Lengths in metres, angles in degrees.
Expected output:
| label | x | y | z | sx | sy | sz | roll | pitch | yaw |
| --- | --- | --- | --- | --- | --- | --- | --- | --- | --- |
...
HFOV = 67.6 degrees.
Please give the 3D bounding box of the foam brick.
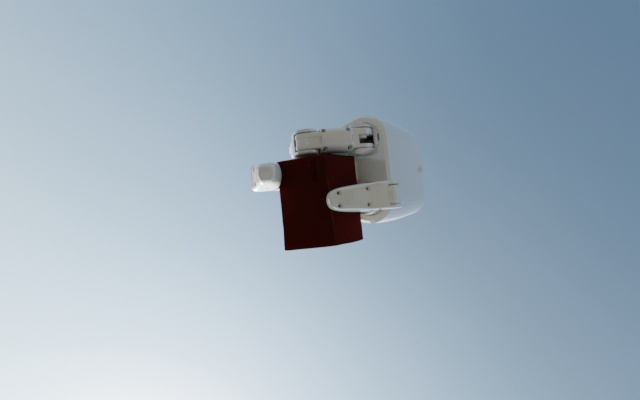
| label | x | y | z | sx | sy | sz | roll | pitch | yaw |
| --- | --- | --- | --- | --- | --- | --- | --- | --- | --- |
| foam brick | 0.000 | 0.002 | 0.416 | 0.053 | 0.078 | 0.051 | -6 | -2 | 31 |
